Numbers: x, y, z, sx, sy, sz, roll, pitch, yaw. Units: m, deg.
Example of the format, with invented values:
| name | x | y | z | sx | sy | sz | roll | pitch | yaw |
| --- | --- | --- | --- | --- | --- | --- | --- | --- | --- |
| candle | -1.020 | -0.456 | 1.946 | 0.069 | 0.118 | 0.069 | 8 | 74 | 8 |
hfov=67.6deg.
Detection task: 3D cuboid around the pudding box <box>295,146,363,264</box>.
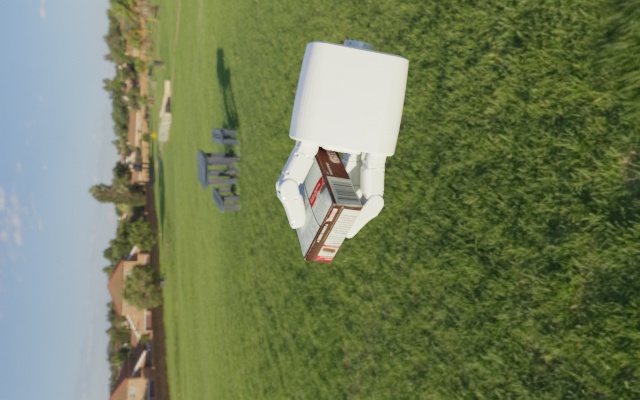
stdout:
| name | x | y | z | sx | sy | sz | roll | pitch | yaw |
| --- | --- | --- | --- | --- | --- | --- | --- | --- | --- |
| pudding box | 0.000 | 0.002 | 0.556 | 0.039 | 0.090 | 0.113 | 9 | 38 | -24 |
